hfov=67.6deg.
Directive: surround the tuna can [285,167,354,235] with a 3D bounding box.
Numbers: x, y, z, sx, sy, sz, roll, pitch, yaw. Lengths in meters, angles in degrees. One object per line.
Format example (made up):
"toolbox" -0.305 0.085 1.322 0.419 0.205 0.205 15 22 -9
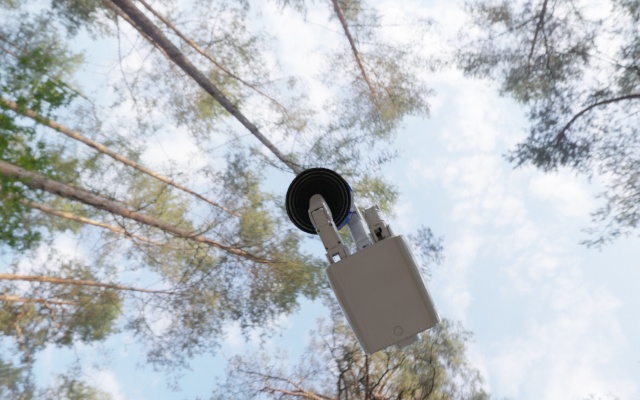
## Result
"tuna can" 0.000 0.002 0.614 0.086 0.086 0.034 0 -6 13
